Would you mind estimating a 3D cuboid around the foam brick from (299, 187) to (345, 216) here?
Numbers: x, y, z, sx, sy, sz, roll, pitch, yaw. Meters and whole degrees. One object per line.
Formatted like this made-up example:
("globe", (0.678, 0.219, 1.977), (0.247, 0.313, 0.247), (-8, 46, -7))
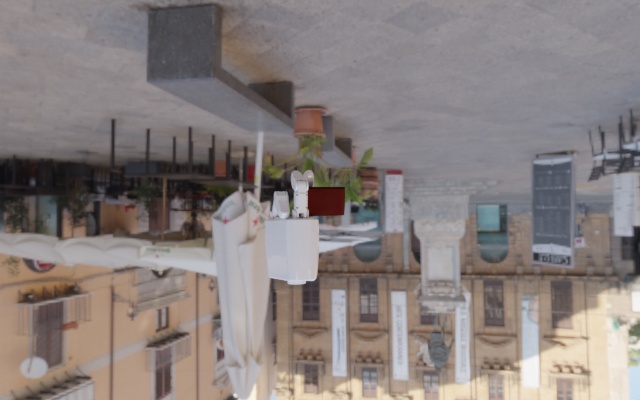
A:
("foam brick", (0.000, 0.003, 0.862), (0.078, 0.051, 0.053), (-1, -4, -16))
